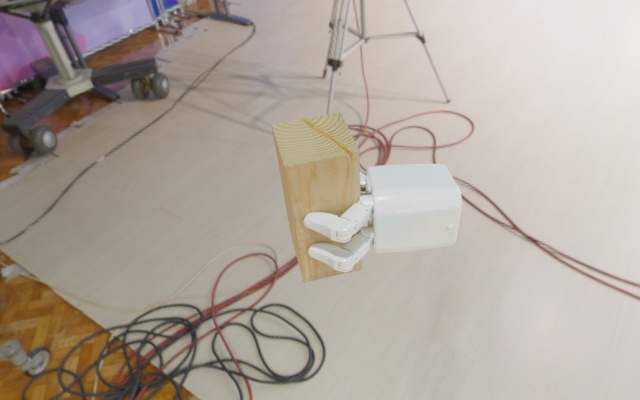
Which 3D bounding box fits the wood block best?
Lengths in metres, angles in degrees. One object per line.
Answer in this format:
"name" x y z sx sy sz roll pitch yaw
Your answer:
"wood block" 0.000 0.002 0.629 0.090 0.206 0.090 -12 42 -6
